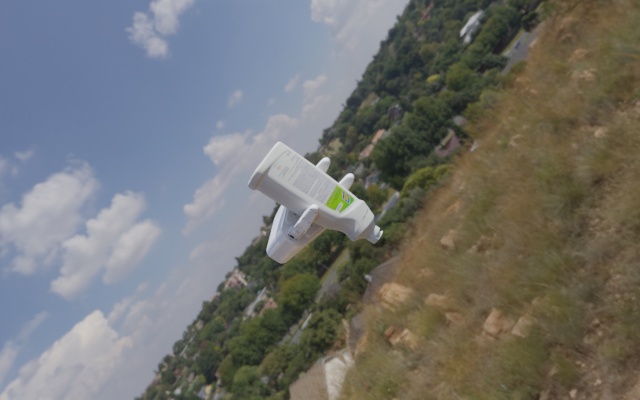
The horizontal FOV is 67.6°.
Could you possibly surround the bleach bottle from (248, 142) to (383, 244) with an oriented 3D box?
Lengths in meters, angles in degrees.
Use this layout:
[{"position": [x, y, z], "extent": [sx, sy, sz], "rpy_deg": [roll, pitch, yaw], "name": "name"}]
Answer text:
[{"position": [0.000, 0.003, 0.864], "extent": [0.251, 0.102, 0.068], "rpy_deg": [35, -36, -4], "name": "bleach bottle"}]
